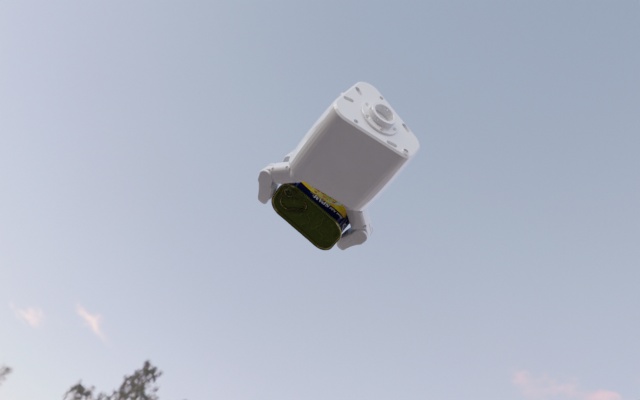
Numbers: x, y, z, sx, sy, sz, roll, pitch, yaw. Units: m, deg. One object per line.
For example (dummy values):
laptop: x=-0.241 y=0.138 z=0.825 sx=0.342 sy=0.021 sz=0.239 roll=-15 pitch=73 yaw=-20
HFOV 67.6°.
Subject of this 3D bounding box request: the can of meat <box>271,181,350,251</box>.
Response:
can of meat: x=0.000 y=0.002 z=0.637 sx=0.084 sy=0.102 sz=0.057 roll=-46 pitch=-5 yaw=-46
